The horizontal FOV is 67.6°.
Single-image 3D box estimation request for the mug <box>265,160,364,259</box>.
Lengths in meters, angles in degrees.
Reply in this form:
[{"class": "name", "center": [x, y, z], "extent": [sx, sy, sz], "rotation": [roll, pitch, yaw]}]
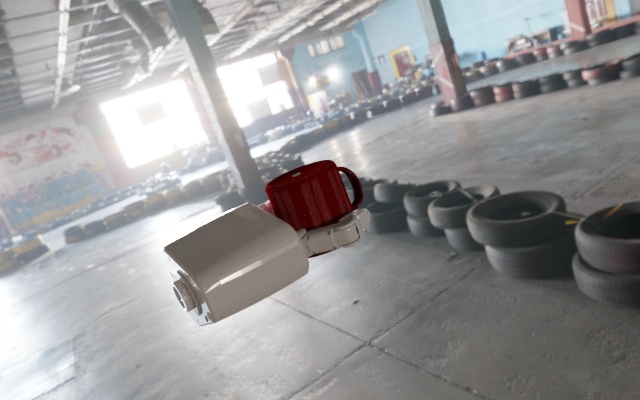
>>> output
[{"class": "mug", "center": [0.001, 0.001, 0.525], "extent": [0.117, 0.081, 0.093], "rotation": [-28, 15, -29]}]
